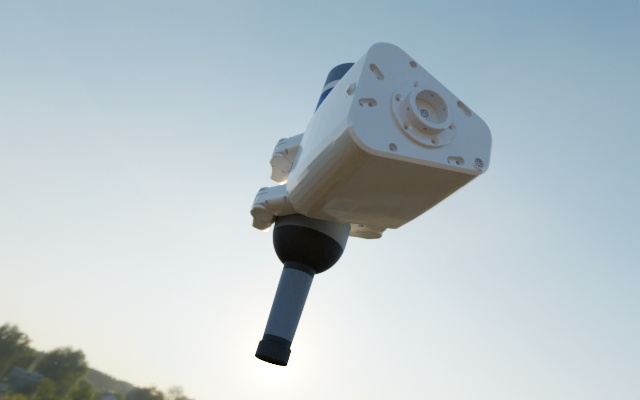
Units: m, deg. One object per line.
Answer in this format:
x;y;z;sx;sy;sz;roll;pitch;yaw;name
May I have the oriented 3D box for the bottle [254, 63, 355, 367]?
0.000;0.001;0.440;0.069;0.295;0.069;13;-28;7;bottle
